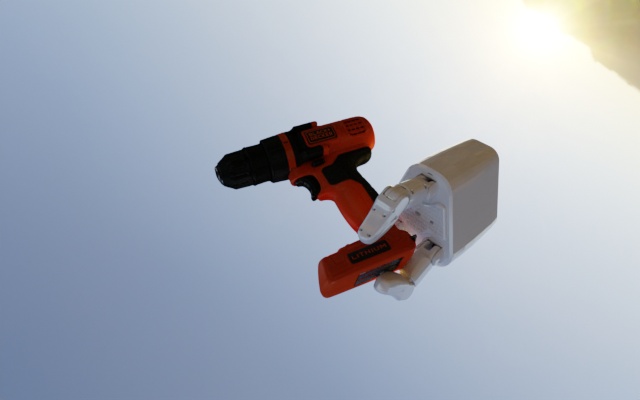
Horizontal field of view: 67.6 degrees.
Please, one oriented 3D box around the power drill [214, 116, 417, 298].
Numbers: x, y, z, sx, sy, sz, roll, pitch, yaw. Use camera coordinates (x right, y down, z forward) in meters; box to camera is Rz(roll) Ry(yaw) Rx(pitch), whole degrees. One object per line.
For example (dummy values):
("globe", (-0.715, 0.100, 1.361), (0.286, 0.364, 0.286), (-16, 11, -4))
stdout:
("power drill", (0.001, 0.002, 0.502), (0.184, 0.187, 0.057), (-19, -25, -14))
